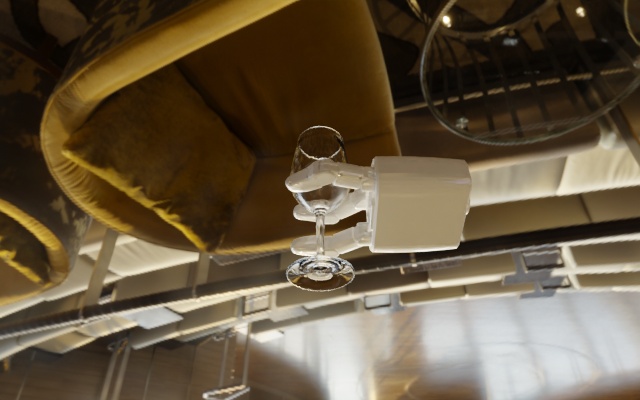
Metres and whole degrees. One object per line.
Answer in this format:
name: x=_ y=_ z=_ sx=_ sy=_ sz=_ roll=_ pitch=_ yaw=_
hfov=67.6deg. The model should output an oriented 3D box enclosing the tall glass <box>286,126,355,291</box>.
tall glass: x=0.000 y=0.002 z=0.575 sx=0.079 sy=0.200 sz=0.079 roll=0 pitch=-38 yaw=0
